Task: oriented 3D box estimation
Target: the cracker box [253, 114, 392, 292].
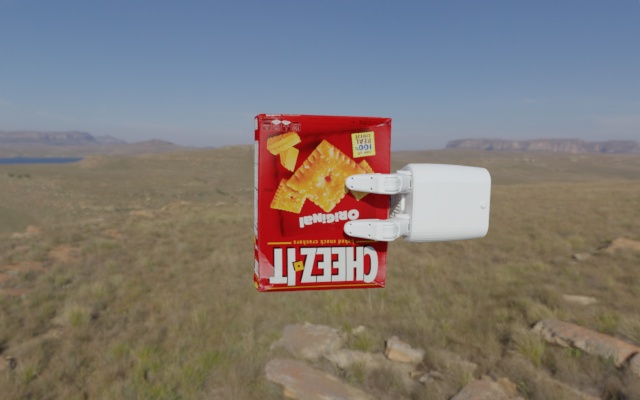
[{"bbox_3d":[0.000,0.002,0.598,0.164,0.214,0.072,0,6,-11],"label":"cracker box"}]
